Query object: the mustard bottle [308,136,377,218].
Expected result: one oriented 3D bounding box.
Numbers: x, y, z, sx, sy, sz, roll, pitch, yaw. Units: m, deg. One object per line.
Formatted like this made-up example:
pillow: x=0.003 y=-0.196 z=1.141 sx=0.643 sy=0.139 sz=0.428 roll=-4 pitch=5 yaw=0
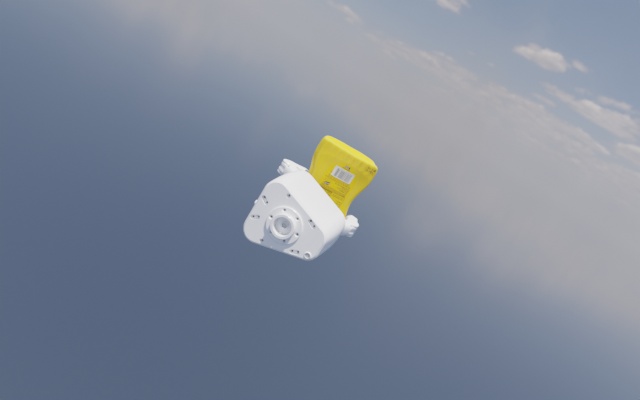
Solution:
mustard bottle: x=0.000 y=0.002 z=0.748 sx=0.096 sy=0.192 sz=0.058 roll=27 pitch=16 yaw=-16
